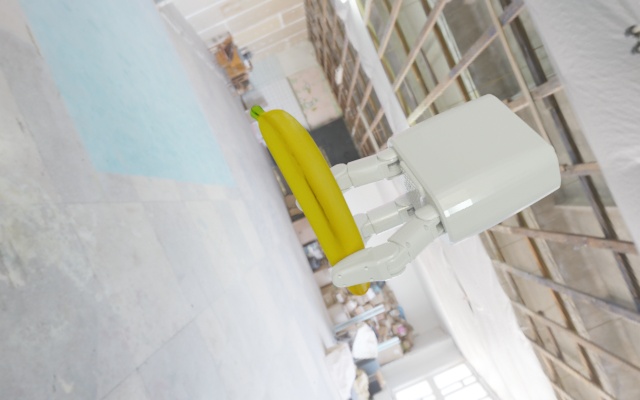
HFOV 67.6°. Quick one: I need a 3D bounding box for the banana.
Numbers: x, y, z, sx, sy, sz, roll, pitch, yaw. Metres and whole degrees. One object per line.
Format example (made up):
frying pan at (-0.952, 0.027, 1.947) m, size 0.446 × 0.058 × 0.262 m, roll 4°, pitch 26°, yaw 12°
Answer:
banana at (0.000, 0.000, 0.406) m, size 0.037 × 0.198 × 0.069 m, roll -28°, pitch 5°, yaw -2°
